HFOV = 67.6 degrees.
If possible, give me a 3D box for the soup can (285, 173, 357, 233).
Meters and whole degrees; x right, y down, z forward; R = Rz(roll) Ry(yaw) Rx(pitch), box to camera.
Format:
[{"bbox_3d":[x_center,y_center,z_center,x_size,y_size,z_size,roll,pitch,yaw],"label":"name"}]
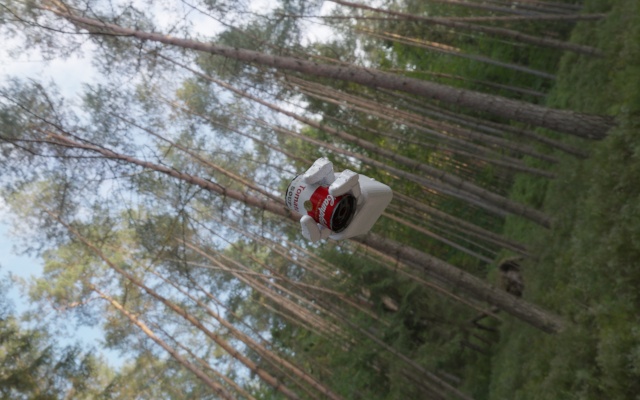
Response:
[{"bbox_3d":[0.000,0.003,0.794,0.102,0.068,0.068,27,14,31],"label":"soup can"}]
